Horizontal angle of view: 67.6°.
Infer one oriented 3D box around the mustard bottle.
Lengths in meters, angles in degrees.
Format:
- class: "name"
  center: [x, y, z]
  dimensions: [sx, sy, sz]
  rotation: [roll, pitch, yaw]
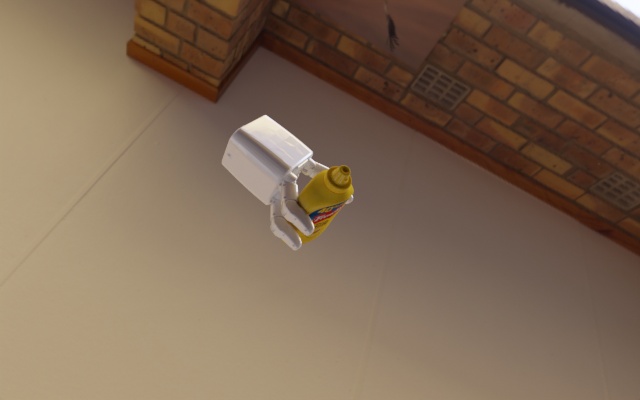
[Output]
- class: "mustard bottle"
  center: [0.000, 0.003, 0.761]
  dimensions: [0.096, 0.058, 0.192]
  rotation: [-19, -21, -32]
